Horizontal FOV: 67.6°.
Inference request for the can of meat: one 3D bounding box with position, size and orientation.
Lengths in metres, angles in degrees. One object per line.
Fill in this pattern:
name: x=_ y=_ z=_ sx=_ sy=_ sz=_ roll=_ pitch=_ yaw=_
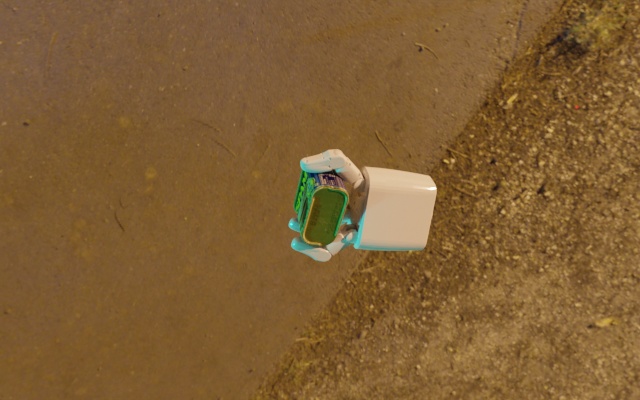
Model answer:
can of meat: x=0.000 y=0.002 z=0.680 sx=0.057 sy=0.102 sz=0.084 roll=7 pitch=31 yaw=-14
